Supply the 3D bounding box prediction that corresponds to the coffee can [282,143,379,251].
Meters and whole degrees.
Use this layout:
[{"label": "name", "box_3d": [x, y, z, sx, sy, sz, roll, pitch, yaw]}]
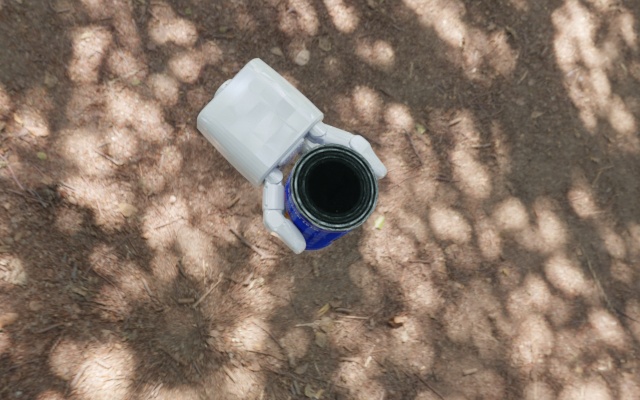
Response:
[{"label": "coffee can", "box_3d": [0.000, 0.002, 0.594, 0.103, 0.102, 0.140, 0, -15, -14]}]
